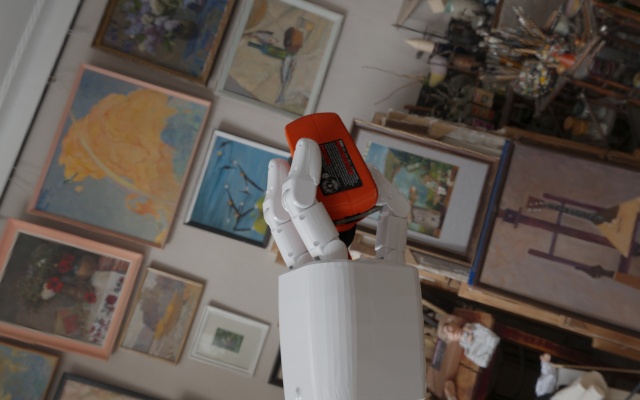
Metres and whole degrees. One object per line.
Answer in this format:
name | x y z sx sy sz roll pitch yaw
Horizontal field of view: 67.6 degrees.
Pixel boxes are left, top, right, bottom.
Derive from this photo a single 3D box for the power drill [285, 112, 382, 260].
power drill | 0.000 0.002 0.479 0.057 0.184 0.188 -19 -29 -12
